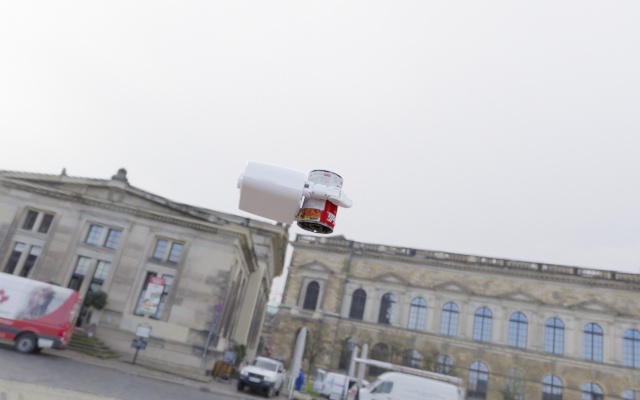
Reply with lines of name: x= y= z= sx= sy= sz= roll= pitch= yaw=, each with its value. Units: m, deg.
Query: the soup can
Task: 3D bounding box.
soup can: x=0.001 y=0.003 z=0.871 sx=0.068 sy=0.102 sz=0.068 roll=11 pitch=-19 yaw=4
